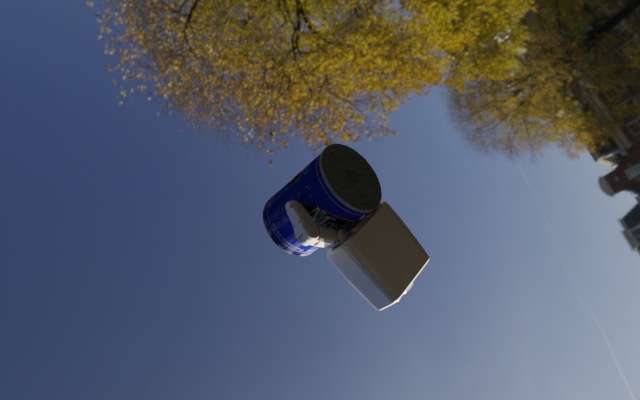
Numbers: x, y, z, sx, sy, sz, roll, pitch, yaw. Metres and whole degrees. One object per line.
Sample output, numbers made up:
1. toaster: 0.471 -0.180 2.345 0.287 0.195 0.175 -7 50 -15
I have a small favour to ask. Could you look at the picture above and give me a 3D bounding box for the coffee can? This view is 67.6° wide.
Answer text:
1. coffee can: 0.000 0.002 0.665 0.103 0.102 0.140 0 -29 -44
